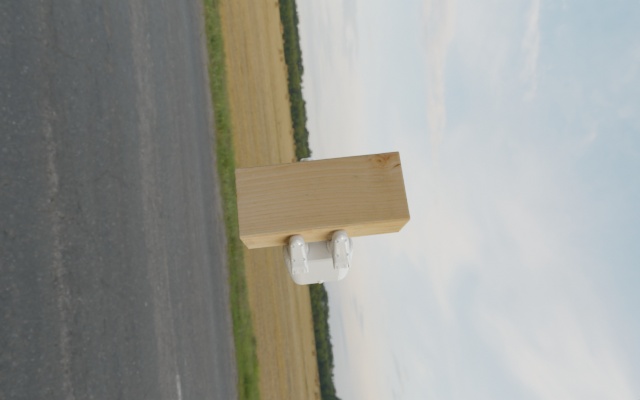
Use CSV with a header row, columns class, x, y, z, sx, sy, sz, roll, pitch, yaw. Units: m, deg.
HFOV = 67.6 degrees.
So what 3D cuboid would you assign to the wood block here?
class,x,y,z,sx,sy,sz,roll,pitch,yaw
wood block,0.000,0.002,0.621,0.206,0.090,0.090,-6,-15,-2
